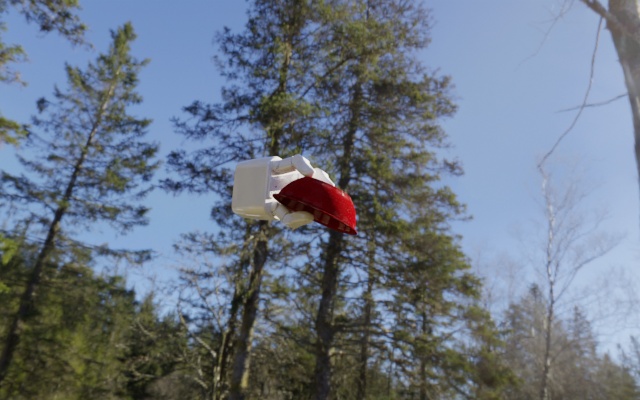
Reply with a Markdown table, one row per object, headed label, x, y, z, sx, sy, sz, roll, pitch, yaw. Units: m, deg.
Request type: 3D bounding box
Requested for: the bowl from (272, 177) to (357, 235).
| label | x | y | z | sx | sy | sz | roll | pitch | yaw |
| --- | --- | --- | --- | --- | --- | --- | --- | --- | --- |
| bowl | 0.001 | 0.003 | 0.830 | 0.162 | 0.055 | 0.162 | 25 | -9 | 4 |
